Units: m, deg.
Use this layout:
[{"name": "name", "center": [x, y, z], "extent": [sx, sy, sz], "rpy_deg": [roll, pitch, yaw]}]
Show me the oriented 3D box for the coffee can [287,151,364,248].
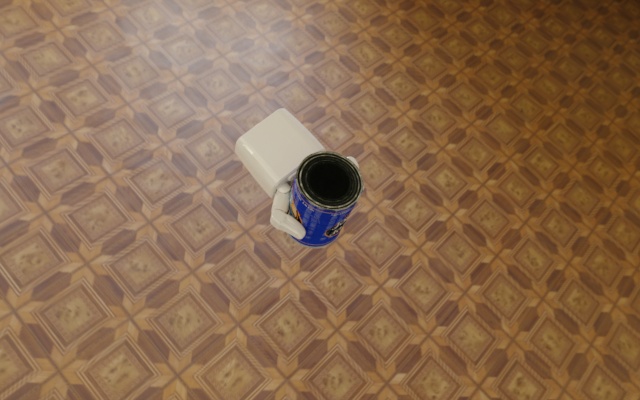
[{"name": "coffee can", "center": [0.000, 0.003, 0.761], "extent": [0.103, 0.102, 0.140], "rpy_deg": [0, -28, -14]}]
